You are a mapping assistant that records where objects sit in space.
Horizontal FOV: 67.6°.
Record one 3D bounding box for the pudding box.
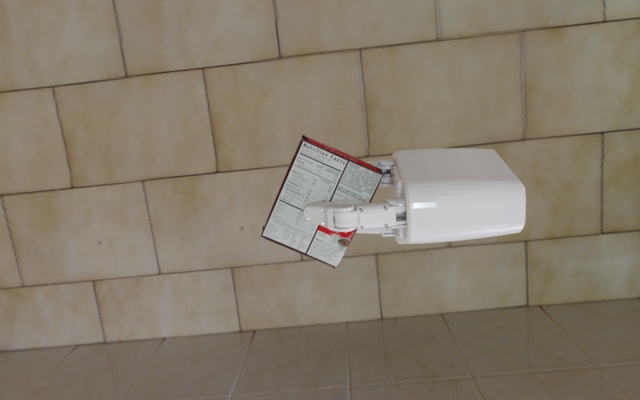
[{"bbox_3d":[0.000,0.002,0.488,0.090,0.113,0.039,24,10,-4],"label":"pudding box"}]
